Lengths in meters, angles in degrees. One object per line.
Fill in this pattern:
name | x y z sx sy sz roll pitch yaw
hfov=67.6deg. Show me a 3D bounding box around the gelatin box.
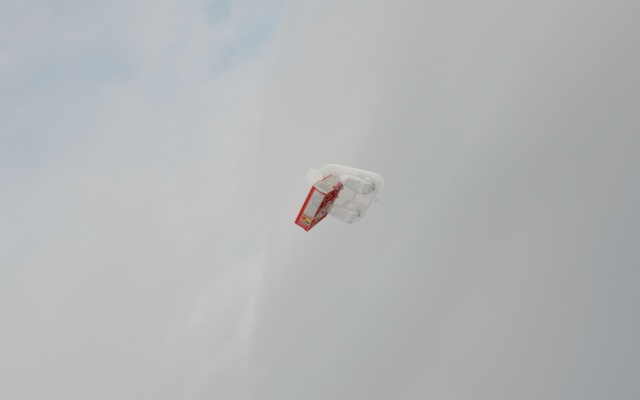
gelatin box | 0.000 0.002 0.773 0.030 0.073 0.089 33 24 11
